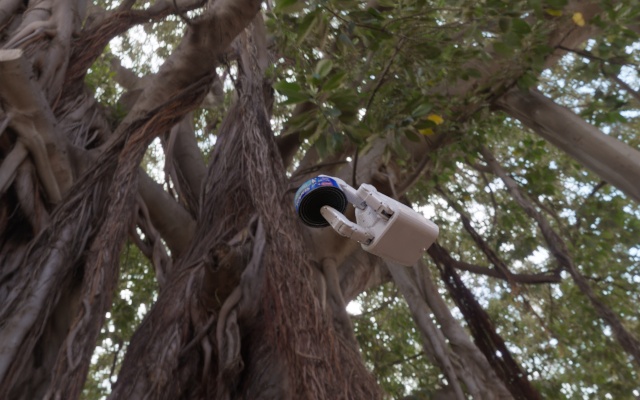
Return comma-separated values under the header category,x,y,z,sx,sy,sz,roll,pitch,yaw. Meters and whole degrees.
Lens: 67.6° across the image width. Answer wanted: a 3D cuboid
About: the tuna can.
category,x,y,z,sx,sy,sz,roll,pitch,yaw
tuna can,0.000,0.002,0.797,0.086,0.086,0.033,0,35,-20
